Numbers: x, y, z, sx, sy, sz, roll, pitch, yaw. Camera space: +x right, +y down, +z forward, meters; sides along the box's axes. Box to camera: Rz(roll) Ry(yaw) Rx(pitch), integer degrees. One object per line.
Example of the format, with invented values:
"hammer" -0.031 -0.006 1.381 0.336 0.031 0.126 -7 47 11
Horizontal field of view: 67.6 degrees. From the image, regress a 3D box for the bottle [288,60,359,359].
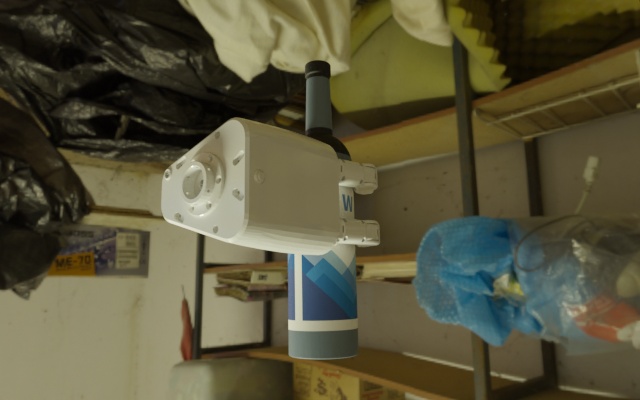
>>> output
"bottle" 0.000 0.002 0.480 0.069 0.295 0.069 -1 -11 0
